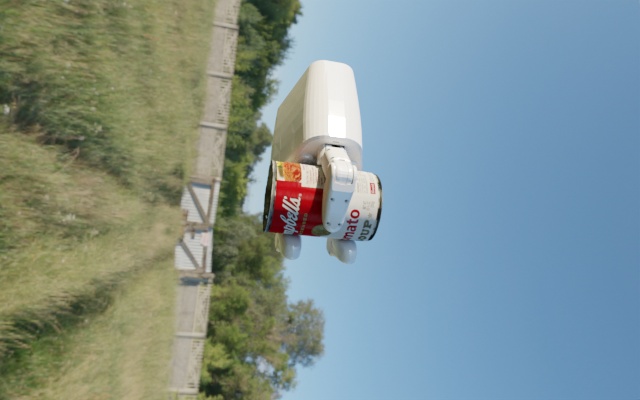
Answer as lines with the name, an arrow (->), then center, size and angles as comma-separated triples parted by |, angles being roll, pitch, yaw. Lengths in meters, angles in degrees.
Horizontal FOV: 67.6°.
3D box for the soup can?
soup can -> 0.000, 0.002, 0.453 | 0.102, 0.068, 0.068 | 7, -1, -11
